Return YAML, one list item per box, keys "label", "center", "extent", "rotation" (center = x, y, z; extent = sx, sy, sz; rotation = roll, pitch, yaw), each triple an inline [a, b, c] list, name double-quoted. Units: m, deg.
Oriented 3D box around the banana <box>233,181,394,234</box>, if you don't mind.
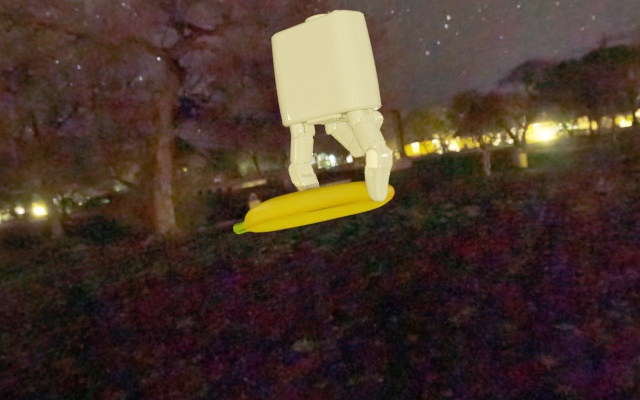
- label: "banana"
  center: [0.002, 0.003, 0.533]
  extent: [0.198, 0.037, 0.069]
  rotation: [-11, 4, -14]
